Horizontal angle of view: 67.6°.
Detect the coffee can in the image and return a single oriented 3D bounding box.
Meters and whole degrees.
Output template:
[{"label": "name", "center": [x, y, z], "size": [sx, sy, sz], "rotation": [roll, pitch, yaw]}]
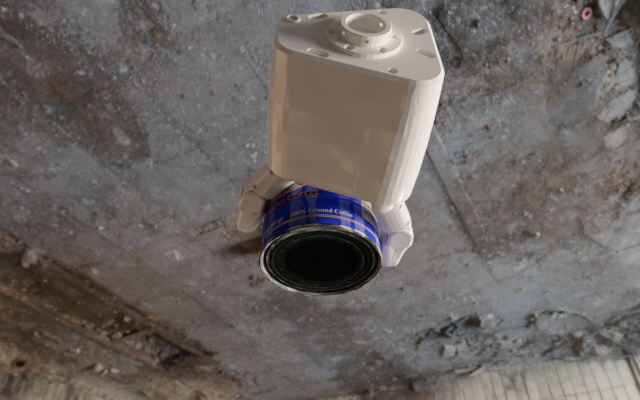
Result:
[{"label": "coffee can", "center": [0.000, 0.001, 0.441], "size": [0.103, 0.140, 0.103], "rotation": [0, -42, 0]}]
